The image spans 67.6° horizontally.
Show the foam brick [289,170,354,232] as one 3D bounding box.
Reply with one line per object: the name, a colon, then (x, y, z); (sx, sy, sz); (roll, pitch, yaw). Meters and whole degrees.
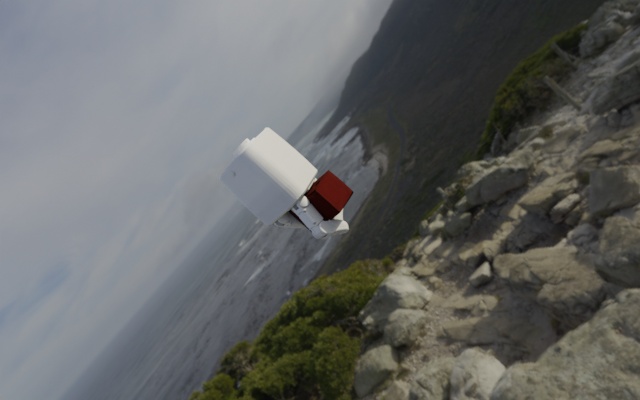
foam brick: (0.000, 0.002, 0.719); (0.078, 0.051, 0.053); (-39, 12, 45)
